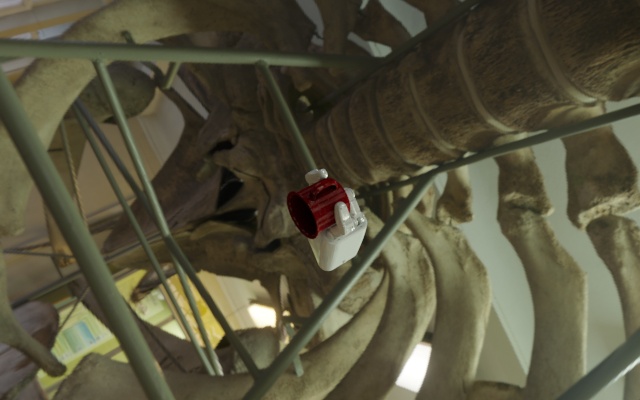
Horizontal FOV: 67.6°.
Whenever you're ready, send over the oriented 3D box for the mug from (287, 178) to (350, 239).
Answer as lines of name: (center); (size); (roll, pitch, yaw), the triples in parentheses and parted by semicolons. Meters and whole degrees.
mug: (0.000, 0.002, 0.844); (0.081, 0.093, 0.117); (-28, -29, -27)
